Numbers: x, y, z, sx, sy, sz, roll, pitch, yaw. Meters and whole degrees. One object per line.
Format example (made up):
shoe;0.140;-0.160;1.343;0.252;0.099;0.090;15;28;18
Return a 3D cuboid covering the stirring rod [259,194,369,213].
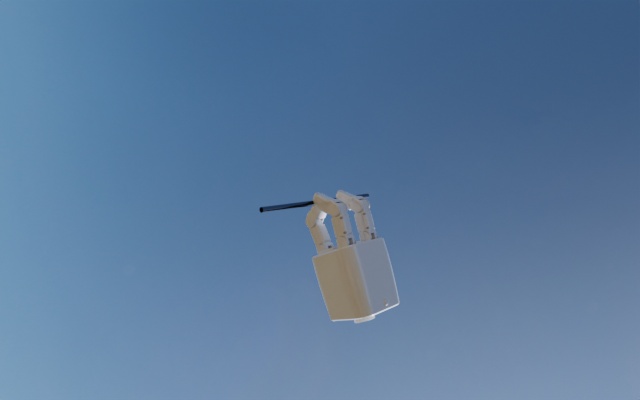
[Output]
stirring rod;0.000;0.003;0.744;0.011;0.011;0.239;0;5;43
